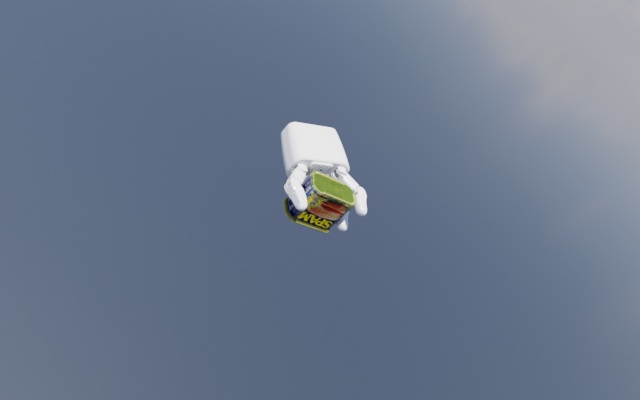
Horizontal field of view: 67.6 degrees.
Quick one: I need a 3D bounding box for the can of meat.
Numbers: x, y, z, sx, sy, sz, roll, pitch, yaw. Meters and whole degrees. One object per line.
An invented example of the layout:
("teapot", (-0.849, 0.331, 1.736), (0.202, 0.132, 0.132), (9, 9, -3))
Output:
("can of meat", (0.000, 0.003, 0.846), (0.102, 0.057, 0.084), (22, -51, -32))
